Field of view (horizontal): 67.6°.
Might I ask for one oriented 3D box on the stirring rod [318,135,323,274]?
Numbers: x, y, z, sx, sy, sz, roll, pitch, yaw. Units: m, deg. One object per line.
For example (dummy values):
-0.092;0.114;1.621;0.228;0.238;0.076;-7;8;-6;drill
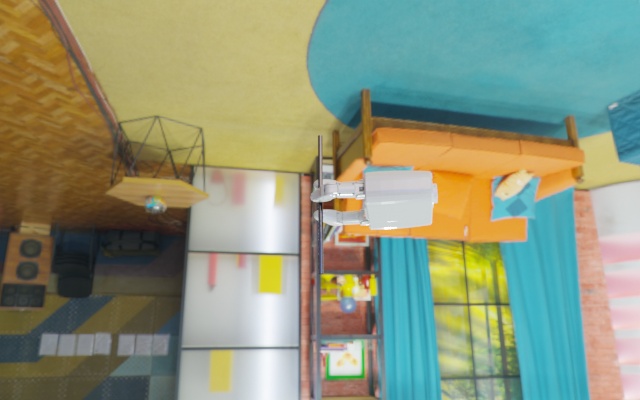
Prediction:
0.000;0.003;0.803;0.011;0.239;0.011;0;-16;0;stirring rod
